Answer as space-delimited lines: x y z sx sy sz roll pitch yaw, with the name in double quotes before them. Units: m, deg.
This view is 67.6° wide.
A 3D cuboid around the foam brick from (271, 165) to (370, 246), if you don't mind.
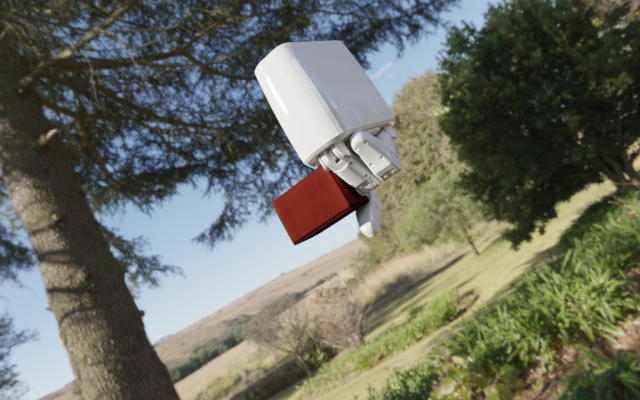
"foam brick" 0.000 0.002 0.491 0.078 0.051 0.053 -35 -8 26
